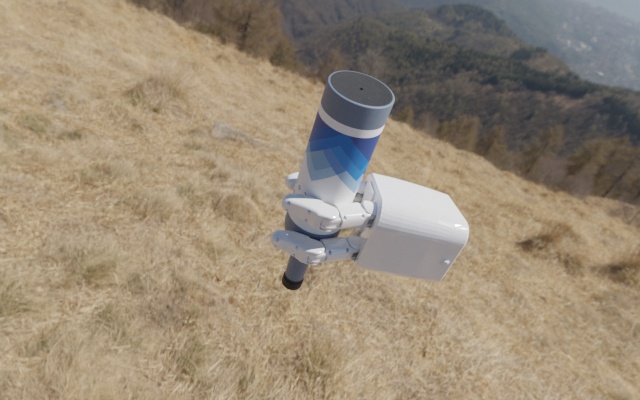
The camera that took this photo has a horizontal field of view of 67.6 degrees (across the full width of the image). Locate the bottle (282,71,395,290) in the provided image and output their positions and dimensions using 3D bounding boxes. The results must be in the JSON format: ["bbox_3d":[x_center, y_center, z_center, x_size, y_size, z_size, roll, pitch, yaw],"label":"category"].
[{"bbox_3d":[0.000,0.002,0.541,0.069,0.296,0.069,12,40,-10],"label":"bottle"}]
